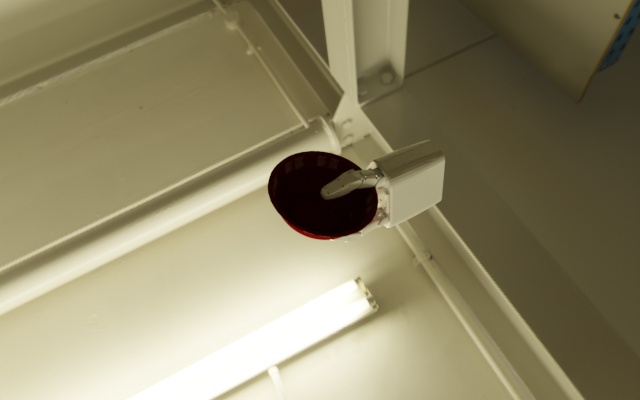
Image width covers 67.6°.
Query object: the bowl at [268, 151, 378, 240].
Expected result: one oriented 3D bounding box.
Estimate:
[{"bbox_3d":[-0.001,0.003,0.702,0.162,0.162,0.055,0,-39,-15],"label":"bowl"}]
